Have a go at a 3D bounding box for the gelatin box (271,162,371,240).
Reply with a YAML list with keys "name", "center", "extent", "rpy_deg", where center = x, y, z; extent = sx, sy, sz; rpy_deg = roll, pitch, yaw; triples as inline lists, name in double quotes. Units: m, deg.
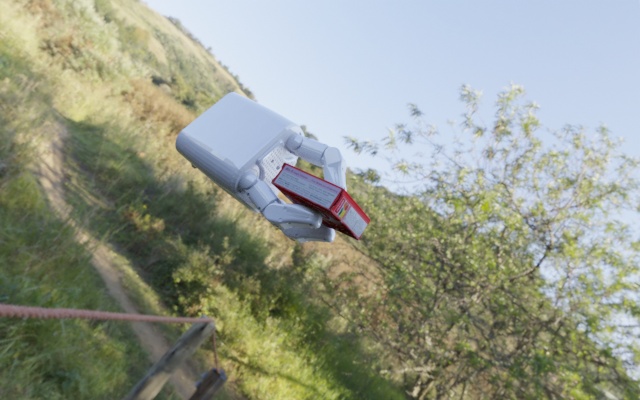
- name: "gelatin box"
  center: [0.001, 0.001, 0.508]
  extent: [0.089, 0.030, 0.073]
  rpy_deg: [25, -14, 37]
